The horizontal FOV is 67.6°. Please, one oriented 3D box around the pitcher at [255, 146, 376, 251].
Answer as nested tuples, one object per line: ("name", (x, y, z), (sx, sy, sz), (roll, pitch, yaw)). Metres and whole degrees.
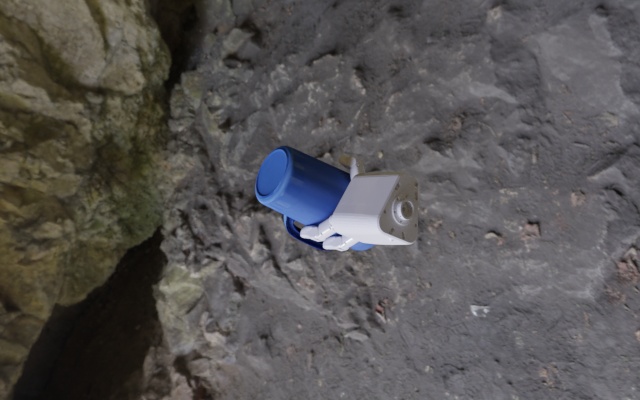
("pitcher", (0.000, 0.003, 0.874), (0.243, 0.149, 0.145), (25, -14, -35))
